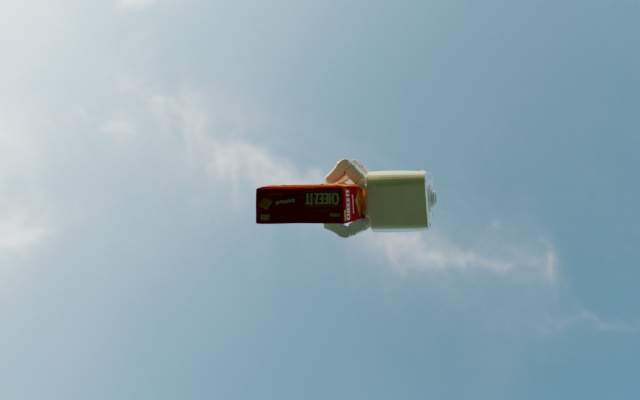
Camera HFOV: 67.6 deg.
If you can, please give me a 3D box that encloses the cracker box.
[{"bbox_3d":[0.000,0.003,0.894,0.164,0.072,0.213,-1,1,21],"label":"cracker box"}]
